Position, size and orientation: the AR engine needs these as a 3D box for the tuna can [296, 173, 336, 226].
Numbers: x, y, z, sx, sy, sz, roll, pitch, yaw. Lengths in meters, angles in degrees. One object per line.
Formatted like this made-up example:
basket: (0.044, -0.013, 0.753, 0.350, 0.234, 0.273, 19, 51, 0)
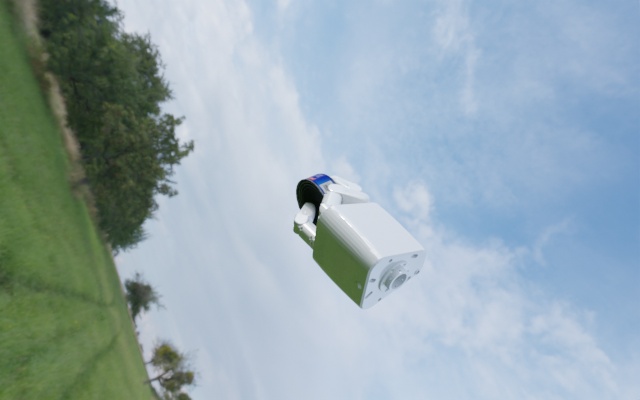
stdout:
tuna can: (0.001, 0.002, 0.734, 0.033, 0.086, 0.086, -24, 12, -30)
